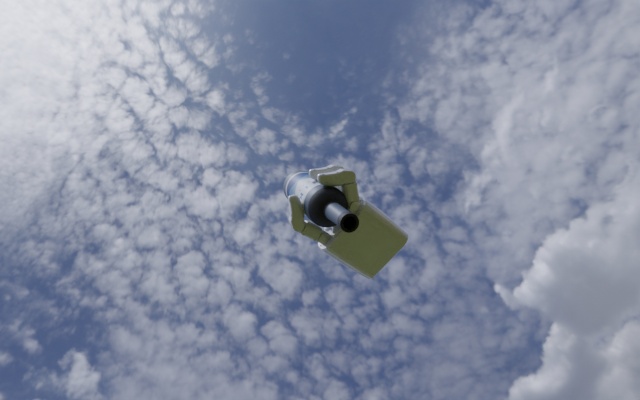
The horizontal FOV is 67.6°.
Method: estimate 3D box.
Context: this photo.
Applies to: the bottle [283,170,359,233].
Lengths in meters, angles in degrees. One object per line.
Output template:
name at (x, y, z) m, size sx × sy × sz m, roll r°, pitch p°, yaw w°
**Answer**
bottle at (0.000, 0.002, 0.788) m, size 0.069 × 0.069 × 0.295 m, roll 0°, pitch 11°, yaw -16°
